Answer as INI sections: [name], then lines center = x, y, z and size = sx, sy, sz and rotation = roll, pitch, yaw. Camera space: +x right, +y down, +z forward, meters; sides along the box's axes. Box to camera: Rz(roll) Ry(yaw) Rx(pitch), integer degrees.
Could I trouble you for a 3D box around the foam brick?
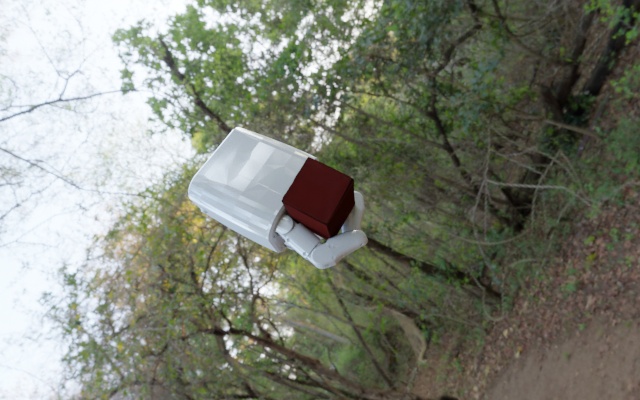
[foam brick]
center = 0.000, 0.001, 0.478
size = 0.051, 0.053, 0.078
rotation = 29, -14, 13
